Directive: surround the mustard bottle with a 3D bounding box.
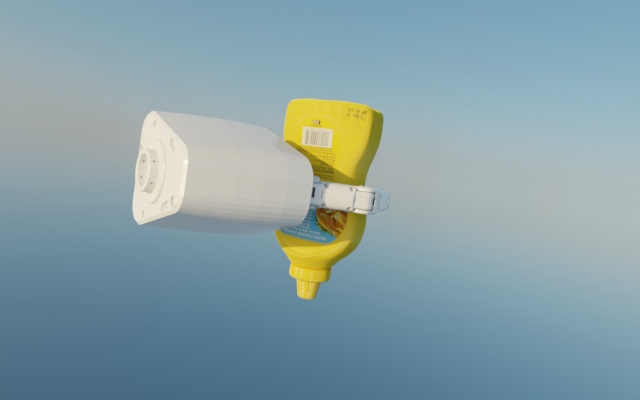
[{"bbox_3d":[0.000,0.001,0.466,0.096,0.191,0.058,11,5,29],"label":"mustard bottle"}]
